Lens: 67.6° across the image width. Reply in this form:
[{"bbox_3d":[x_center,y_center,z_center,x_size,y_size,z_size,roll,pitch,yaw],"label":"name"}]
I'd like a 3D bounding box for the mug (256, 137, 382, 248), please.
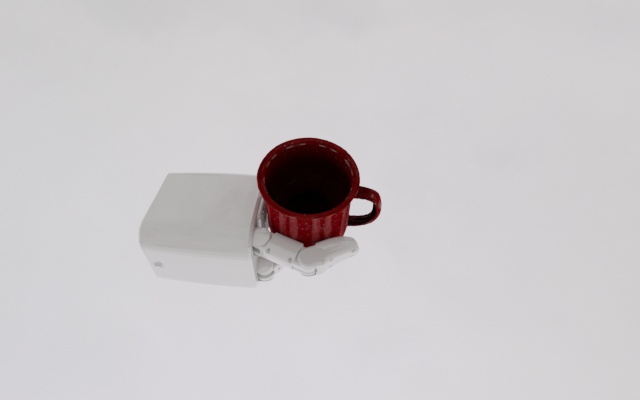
[{"bbox_3d":[0.002,0.002,0.461,0.117,0.093,0.082,5,-35,2],"label":"mug"}]
